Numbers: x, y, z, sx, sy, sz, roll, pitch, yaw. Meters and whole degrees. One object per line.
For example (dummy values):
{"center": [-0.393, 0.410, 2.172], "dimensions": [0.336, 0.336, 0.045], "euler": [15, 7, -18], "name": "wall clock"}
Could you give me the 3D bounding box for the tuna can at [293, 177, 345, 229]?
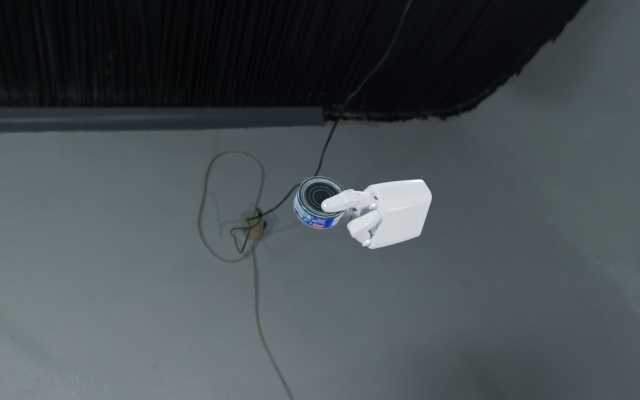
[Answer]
{"center": [0.000, 0.002, 0.789], "dimensions": [0.086, 0.086, 0.034], "euler": [0, -35, -16], "name": "tuna can"}
